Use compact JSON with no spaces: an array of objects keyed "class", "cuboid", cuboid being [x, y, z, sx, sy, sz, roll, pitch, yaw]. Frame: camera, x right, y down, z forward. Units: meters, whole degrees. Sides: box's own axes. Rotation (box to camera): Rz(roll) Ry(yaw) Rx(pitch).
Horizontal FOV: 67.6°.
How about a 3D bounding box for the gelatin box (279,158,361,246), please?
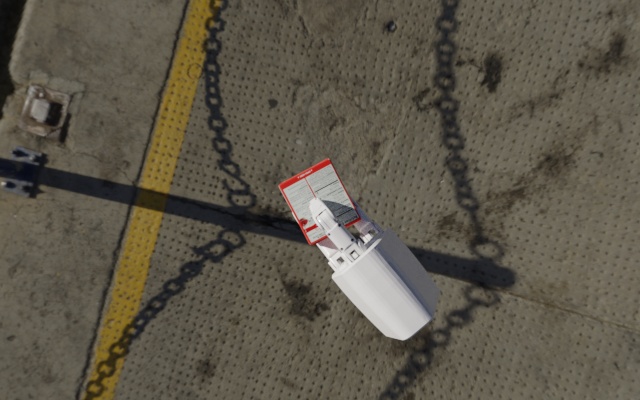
[{"class":"gelatin box","cuboid":[0.000,0.002,0.607,0.073,0.089,0.030,-28,0,4]}]
